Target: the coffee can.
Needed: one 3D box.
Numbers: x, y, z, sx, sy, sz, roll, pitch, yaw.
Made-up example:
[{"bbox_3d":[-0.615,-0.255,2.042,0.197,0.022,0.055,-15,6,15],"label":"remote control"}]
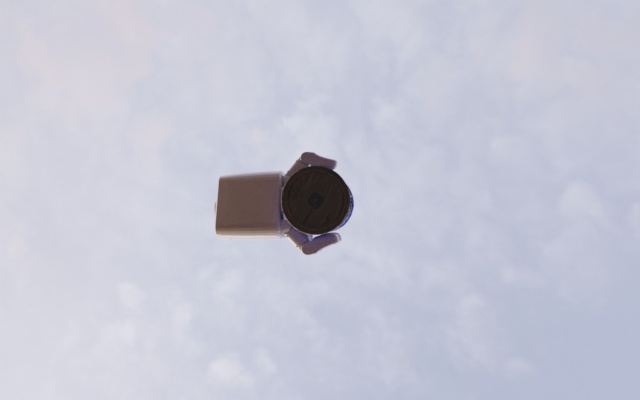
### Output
[{"bbox_3d":[0.000,0.002,0.767,0.103,0.103,0.140,0,-2,6],"label":"coffee can"}]
